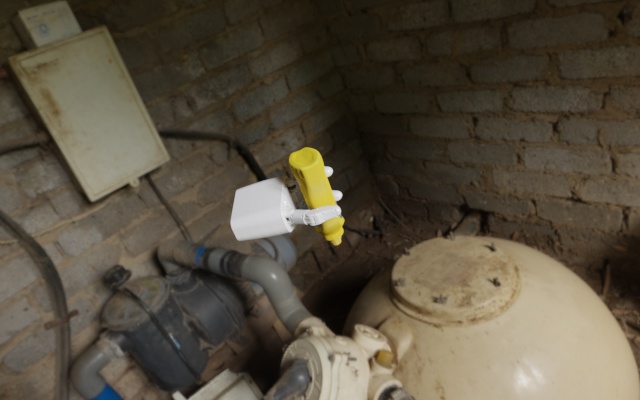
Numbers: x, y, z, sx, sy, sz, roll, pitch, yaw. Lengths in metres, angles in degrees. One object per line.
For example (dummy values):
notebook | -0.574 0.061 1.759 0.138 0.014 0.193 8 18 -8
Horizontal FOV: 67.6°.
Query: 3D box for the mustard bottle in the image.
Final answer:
mustard bottle | 0.000 0.003 0.880 0.058 0.192 0.096 -25 27 -7
